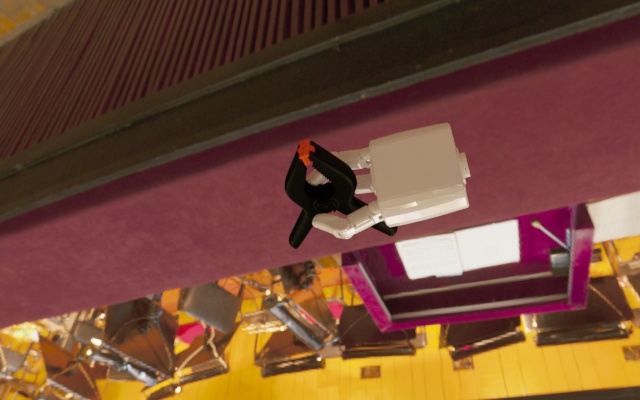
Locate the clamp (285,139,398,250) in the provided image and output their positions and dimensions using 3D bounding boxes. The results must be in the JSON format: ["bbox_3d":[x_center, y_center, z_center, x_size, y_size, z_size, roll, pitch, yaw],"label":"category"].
[{"bbox_3d":[0.000,0.002,0.650,0.164,0.036,0.210,-14,-41,18],"label":"clamp"}]
